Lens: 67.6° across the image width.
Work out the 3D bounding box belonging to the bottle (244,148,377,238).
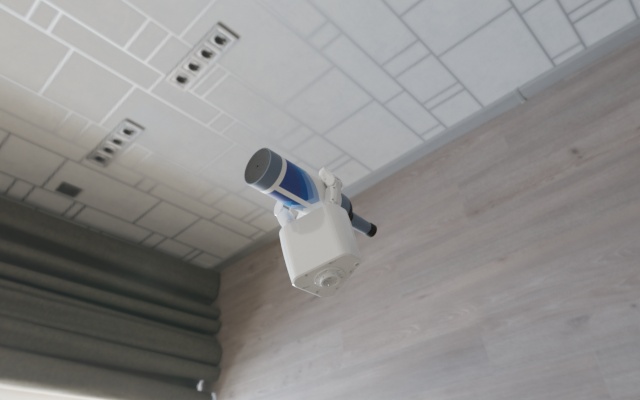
[{"bbox_3d":[0.000,0.003,0.847,0.296,0.069,0.069,30,-19,-38],"label":"bottle"}]
